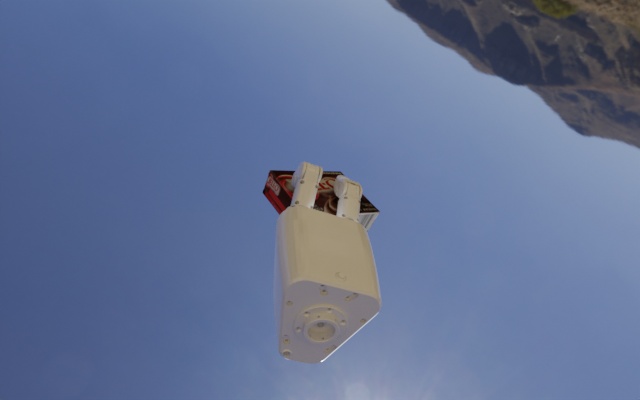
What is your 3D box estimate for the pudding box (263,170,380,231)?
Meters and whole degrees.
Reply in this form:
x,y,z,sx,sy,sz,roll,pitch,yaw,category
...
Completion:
x,y,z,sx,sy,sz,roll,pitch,yaw,category
0.000,0.002,0.572,0.113,0.039,0.090,0,37,-40,pudding box
